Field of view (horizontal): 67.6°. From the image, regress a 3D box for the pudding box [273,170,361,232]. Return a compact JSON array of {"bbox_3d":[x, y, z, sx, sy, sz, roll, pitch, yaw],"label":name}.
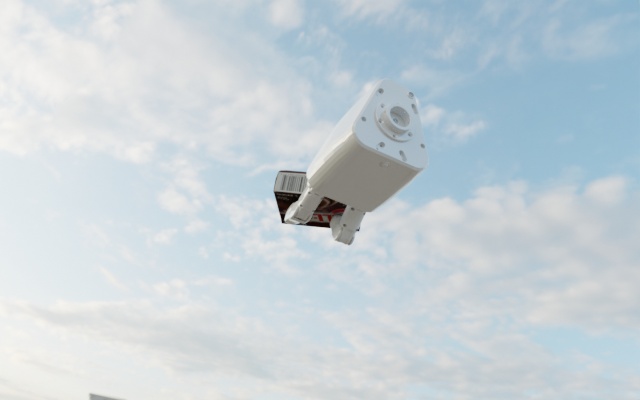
[{"bbox_3d":[0.000,0.002,0.632,0.113,0.039,0.090,7,-30,7],"label":"pudding box"}]
